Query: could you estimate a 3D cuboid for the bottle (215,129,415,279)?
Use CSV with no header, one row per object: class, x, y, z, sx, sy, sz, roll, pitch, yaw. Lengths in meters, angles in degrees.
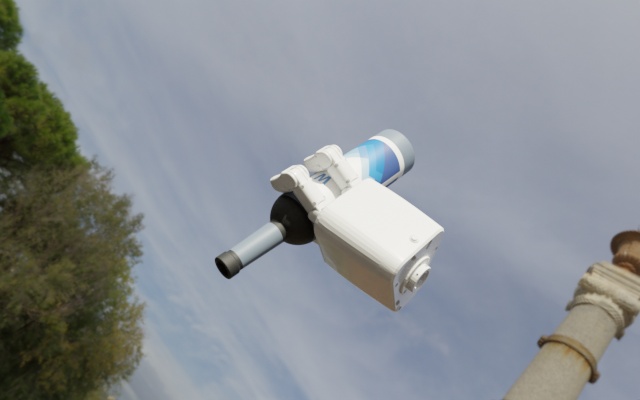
bottle,0.000,0.002,0.577,0.295,0.069,0.069,-34,20,-33
